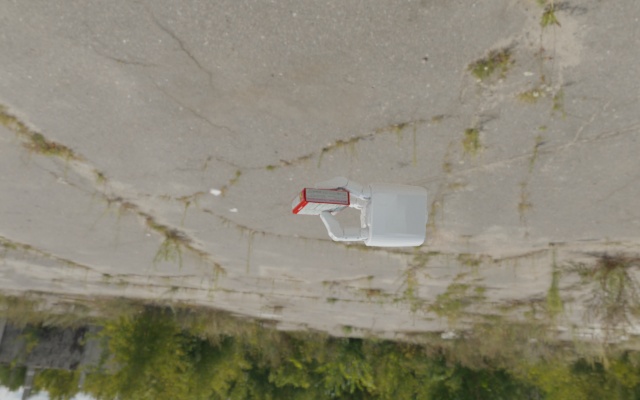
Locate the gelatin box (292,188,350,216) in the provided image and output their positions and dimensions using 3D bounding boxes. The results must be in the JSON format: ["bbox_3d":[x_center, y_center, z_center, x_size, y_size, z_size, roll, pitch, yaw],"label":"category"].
[{"bbox_3d":[0.000,0.003,0.877,0.089,0.030,0.073,3,-19,-21],"label":"gelatin box"}]
